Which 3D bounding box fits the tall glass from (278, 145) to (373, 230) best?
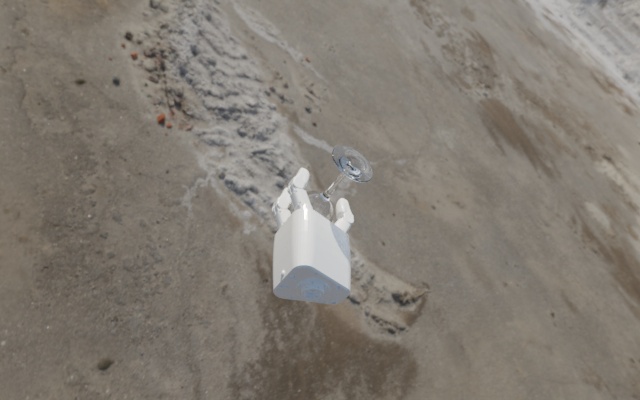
[{"bbox_3d":[0.001,0.002,0.796,0.079,0.079,0.201,0,-37,-39],"label":"tall glass"}]
